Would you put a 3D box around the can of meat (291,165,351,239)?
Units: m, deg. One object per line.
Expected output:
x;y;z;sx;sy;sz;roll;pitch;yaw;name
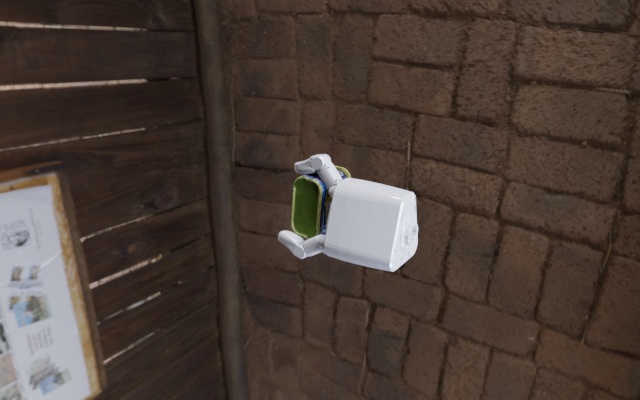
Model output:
0.000;0.002;0.747;0.057;0.102;0.084;16;23;30;can of meat
